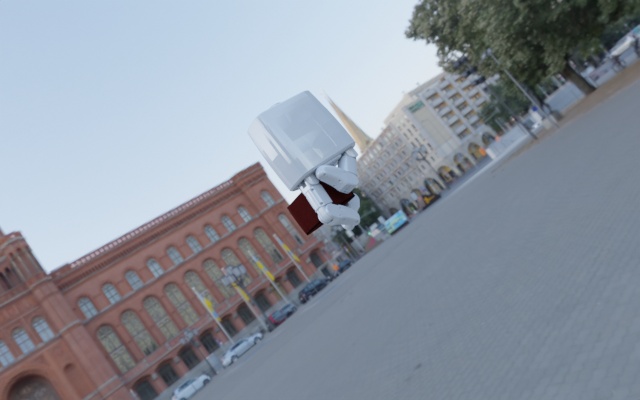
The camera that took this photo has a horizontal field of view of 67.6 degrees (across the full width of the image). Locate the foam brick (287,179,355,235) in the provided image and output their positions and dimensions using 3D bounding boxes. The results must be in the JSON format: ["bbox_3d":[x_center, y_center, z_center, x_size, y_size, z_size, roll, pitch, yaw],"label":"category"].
[{"bbox_3d":[0.000,0.003,0.685,0.053,0.051,0.078,-32,-10,-48],"label":"foam brick"}]
